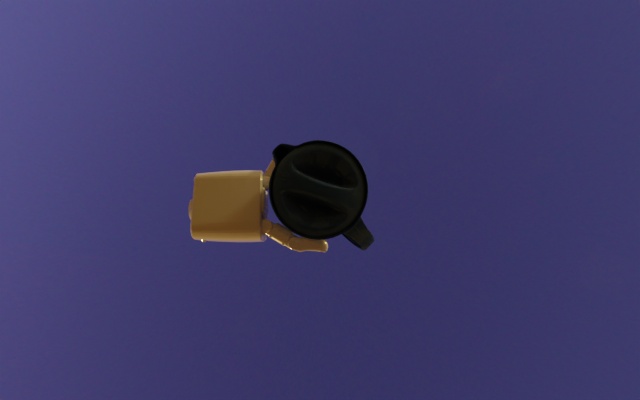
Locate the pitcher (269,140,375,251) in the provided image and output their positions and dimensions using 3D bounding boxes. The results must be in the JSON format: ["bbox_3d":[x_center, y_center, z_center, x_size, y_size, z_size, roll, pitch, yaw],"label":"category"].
[{"bbox_3d":[0.000,0.002,0.746,0.145,0.149,0.243,-1,-5,-2],"label":"pitcher"}]
